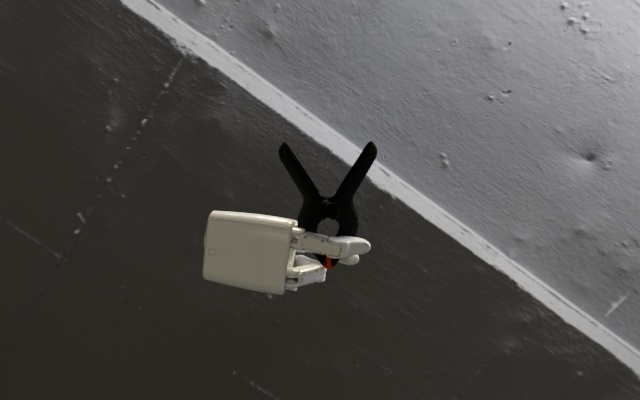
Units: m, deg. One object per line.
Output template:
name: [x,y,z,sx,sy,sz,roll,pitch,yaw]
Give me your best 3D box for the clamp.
clamp: [0.000,0.002,0.607,0.120,0.171,0.039,9,13,2]
